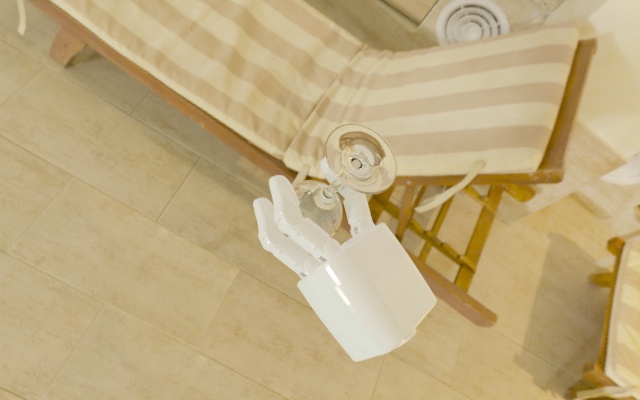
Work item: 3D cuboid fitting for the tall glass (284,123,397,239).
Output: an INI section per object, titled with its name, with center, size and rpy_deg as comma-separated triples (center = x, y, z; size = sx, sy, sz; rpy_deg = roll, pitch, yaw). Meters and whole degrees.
[tall glass]
center = 0.000, 0.001, 0.521
size = 0.079, 0.079, 0.201
rpy_deg = 0, -24, -25
